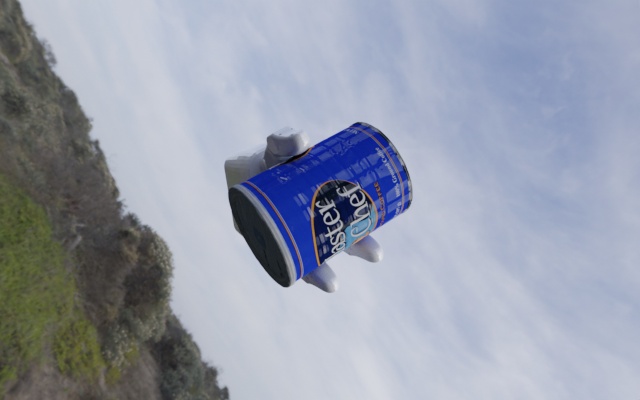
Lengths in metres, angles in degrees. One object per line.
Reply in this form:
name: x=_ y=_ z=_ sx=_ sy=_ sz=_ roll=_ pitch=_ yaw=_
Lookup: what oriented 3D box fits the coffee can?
coffee can: x=0.000 y=0.001 z=0.449 sx=0.140 sy=0.103 sz=0.103 roll=-30 pitch=12 yaw=-22
